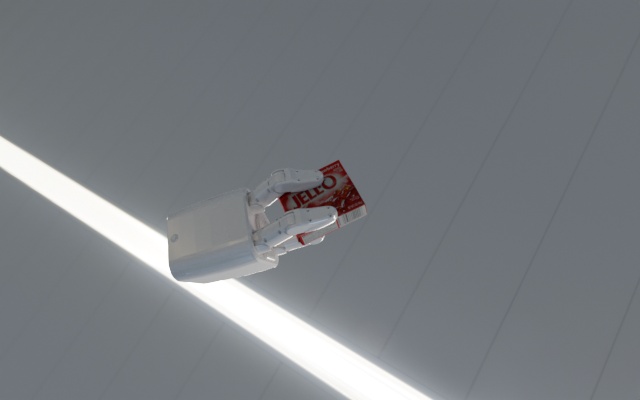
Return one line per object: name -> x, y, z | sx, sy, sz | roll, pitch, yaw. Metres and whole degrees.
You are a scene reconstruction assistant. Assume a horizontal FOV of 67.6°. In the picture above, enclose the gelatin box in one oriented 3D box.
gelatin box -> 0.000, 0.002, 0.572 | 0.089, 0.073, 0.030 | -26, -32, -4
